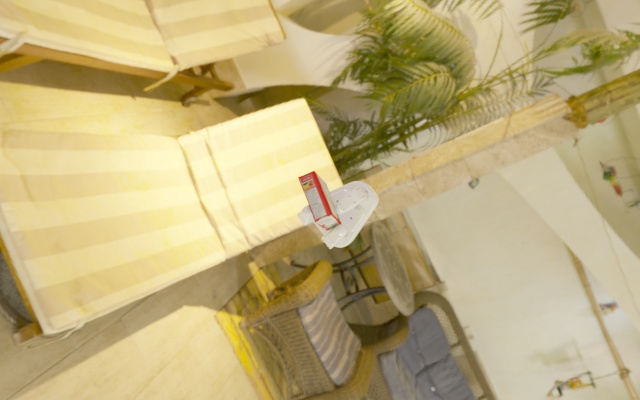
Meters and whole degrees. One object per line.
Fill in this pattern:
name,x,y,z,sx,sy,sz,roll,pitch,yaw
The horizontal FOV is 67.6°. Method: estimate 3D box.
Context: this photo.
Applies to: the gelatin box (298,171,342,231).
gelatin box,0.000,0.002,0.720,0.030,0.073,0.089,-23,-15,7
